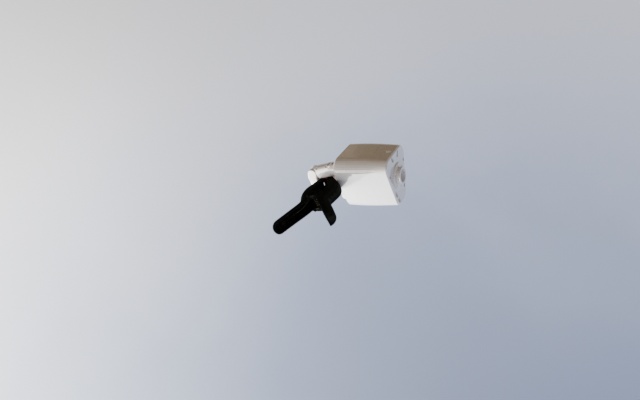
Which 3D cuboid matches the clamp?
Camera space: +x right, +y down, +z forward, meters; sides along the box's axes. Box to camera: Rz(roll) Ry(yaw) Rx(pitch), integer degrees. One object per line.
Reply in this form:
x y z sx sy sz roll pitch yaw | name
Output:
0.000 0.003 0.857 0.120 0.039 0.171 0 35 32 | clamp
